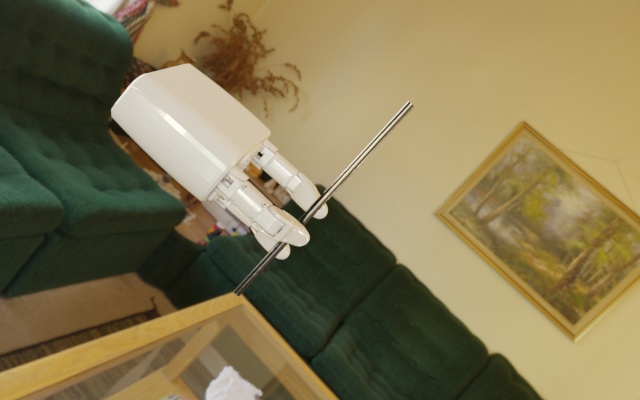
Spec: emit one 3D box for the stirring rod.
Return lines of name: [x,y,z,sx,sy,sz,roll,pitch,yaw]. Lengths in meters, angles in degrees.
stirring rod: [0.000,0.001,0.442,0.011,0.239,0.011,42,8,-7]
